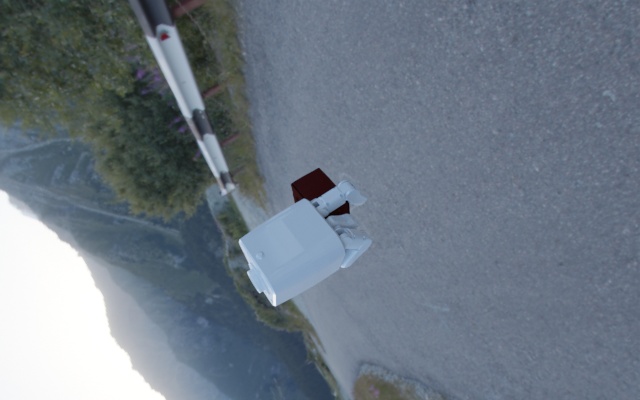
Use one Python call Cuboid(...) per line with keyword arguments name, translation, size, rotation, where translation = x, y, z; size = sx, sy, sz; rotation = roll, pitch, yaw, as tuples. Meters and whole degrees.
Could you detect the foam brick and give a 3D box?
Cuboid(name="foam brick", translation=(0.000, 0.002, 0.690), size=(0.051, 0.078, 0.053), rotation=(-31, -34, -16))
